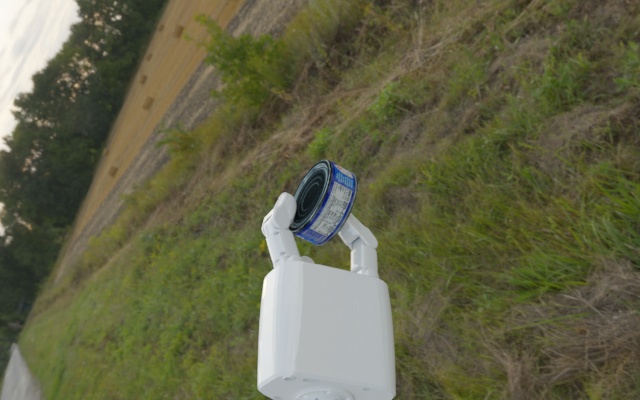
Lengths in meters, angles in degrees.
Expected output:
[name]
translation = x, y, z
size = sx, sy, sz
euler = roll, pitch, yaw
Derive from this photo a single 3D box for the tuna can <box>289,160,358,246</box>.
[tuna can]
translation = 0.000, 0.001, 0.494
size = 0.034, 0.086, 0.086
euler = 27, -11, -21
